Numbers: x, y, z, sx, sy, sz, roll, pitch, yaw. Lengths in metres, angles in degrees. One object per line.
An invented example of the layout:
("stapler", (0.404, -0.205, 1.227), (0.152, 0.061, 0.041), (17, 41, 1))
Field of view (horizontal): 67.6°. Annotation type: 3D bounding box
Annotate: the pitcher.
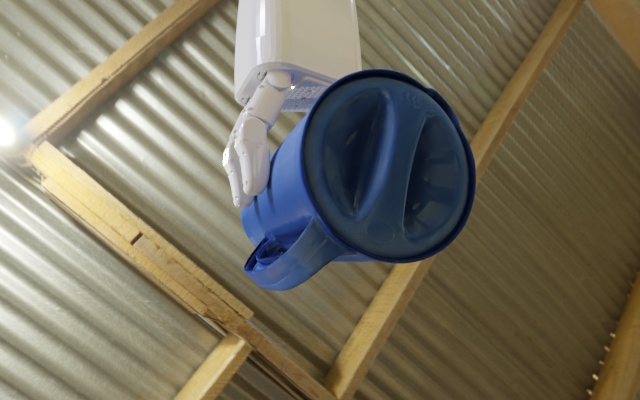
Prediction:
("pitcher", (0.000, 0.001, 0.416), (0.149, 0.145, 0.243), (0, -10, -22))
